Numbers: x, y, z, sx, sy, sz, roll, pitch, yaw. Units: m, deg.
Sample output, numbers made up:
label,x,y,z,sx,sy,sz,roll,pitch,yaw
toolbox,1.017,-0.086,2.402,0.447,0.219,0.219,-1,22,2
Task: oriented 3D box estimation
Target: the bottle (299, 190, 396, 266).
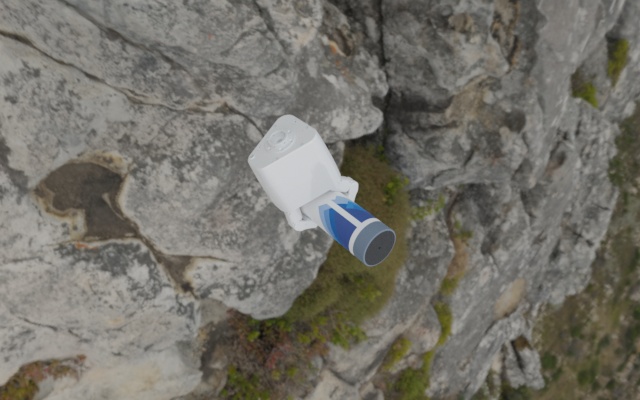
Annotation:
label,x,y,z,sx,sy,sz,roll,pitch,yaw
bottle,0.000,0.003,0.812,0.069,0.069,0.295,0,28,-44
